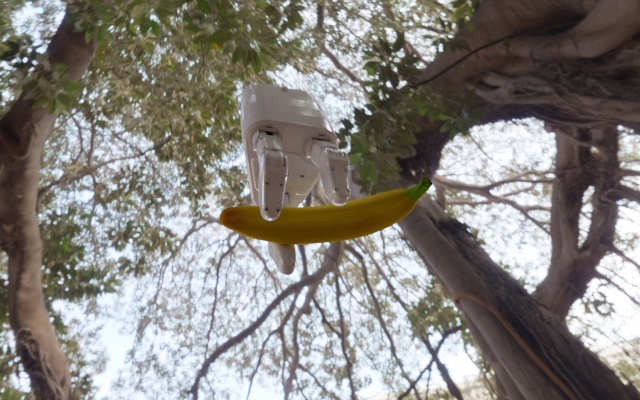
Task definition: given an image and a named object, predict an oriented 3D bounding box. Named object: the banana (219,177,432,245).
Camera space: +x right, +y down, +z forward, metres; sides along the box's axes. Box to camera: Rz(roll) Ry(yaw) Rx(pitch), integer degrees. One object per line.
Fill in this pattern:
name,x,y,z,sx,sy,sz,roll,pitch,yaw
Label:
banana,0.006,0.014,0.463,0.198,0.037,0.070,-11,-44,0
